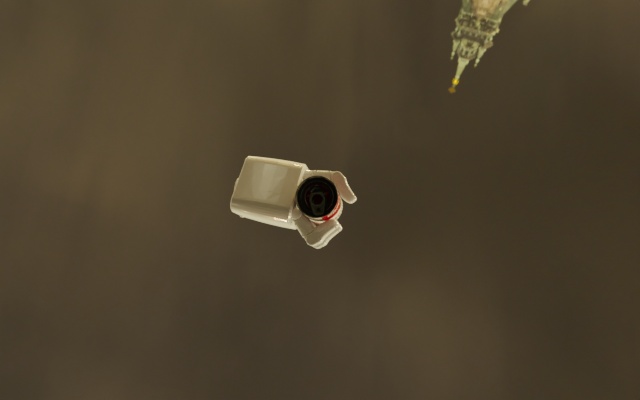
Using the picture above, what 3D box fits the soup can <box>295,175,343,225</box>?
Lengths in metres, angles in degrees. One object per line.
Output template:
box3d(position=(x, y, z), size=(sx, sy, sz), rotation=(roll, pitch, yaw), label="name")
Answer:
box3d(position=(0.001, 0.003, 0.793), size=(0.068, 0.068, 0.102), rotation=(0, -10, 7), label="soup can")
